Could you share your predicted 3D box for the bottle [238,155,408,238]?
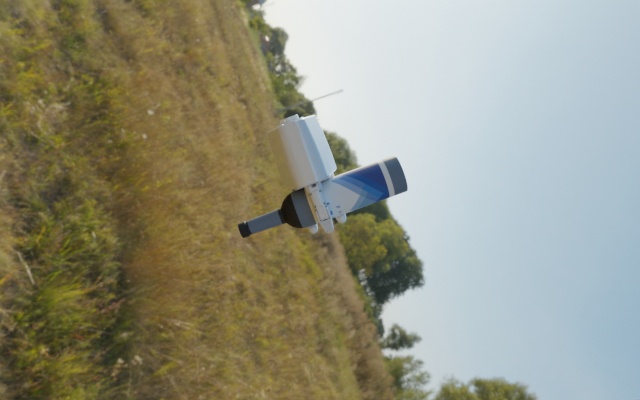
[{"bbox_3d":[0.000,0.003,0.825,0.296,0.069,0.069,-20,0,1],"label":"bottle"}]
